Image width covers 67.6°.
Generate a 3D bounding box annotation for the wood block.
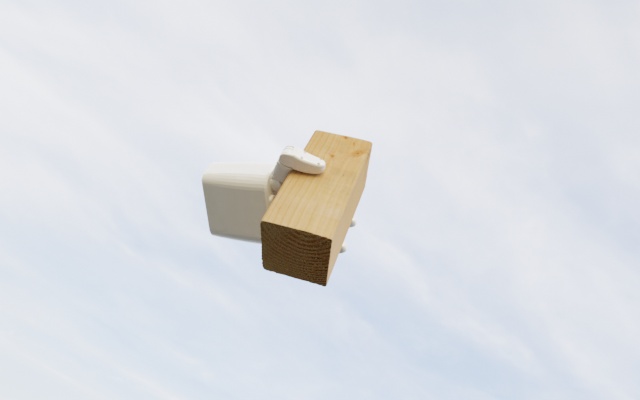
[{"bbox_3d":[0.000,0.002,0.651,0.090,0.091,0.206,14,43,11],"label":"wood block"}]
